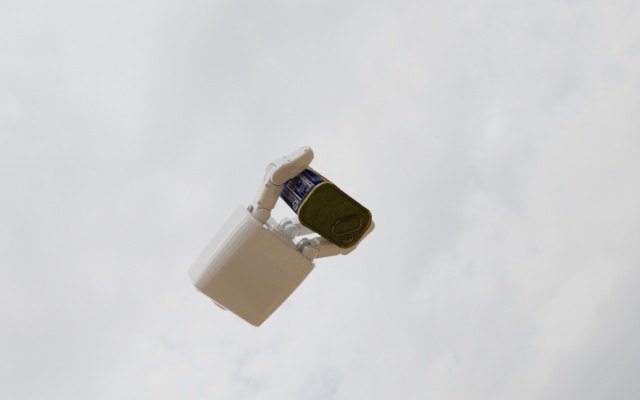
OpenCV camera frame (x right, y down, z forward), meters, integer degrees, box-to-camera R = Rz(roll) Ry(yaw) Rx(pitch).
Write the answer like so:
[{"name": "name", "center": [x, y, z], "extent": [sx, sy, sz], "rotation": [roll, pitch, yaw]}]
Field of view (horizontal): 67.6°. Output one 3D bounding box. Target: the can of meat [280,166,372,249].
[{"name": "can of meat", "center": [0.000, 0.002, 0.577], "extent": [0.102, 0.057, 0.084], "rotation": [34, 6, -39]}]
